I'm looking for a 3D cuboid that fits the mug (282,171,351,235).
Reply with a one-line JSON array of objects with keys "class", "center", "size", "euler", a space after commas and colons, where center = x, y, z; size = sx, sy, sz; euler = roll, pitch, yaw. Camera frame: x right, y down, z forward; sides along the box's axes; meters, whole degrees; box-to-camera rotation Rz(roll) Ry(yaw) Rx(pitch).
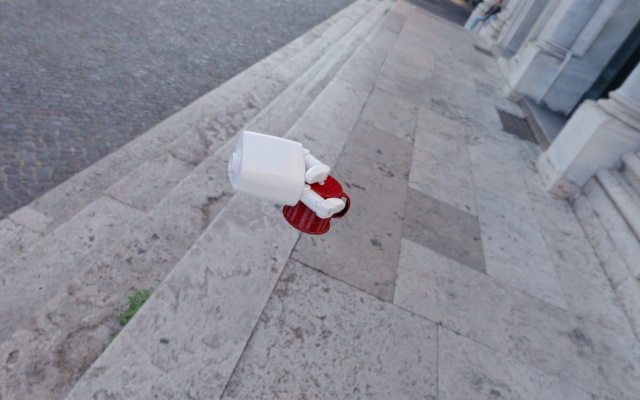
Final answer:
[{"class": "mug", "center": [0.002, 0.003, 0.852], "size": [0.117, 0.081, 0.093], "euler": [11, 33, -23]}]
